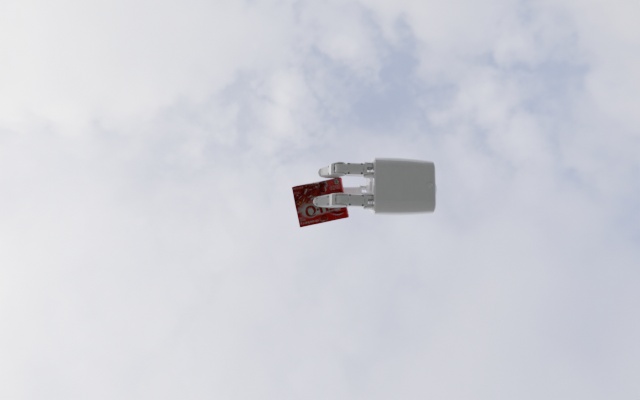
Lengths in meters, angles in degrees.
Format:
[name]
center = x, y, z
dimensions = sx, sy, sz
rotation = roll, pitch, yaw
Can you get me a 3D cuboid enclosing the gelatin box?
[gelatin box]
center = 0.000, 0.003, 0.838
dimensions = 0.089, 0.073, 0.030
rotation = -11, 3, 5
